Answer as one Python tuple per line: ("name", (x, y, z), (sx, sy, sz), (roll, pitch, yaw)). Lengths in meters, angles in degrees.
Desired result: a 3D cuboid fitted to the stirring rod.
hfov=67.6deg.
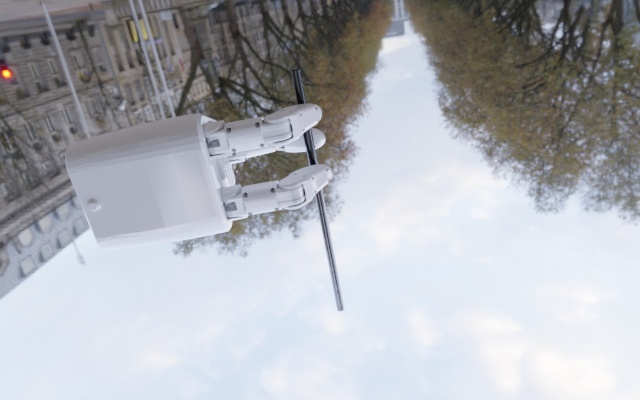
("stirring rod", (0.000, 0.001, 0.440), (0.011, 0.240, 0.011), (-9, 23, 4))
